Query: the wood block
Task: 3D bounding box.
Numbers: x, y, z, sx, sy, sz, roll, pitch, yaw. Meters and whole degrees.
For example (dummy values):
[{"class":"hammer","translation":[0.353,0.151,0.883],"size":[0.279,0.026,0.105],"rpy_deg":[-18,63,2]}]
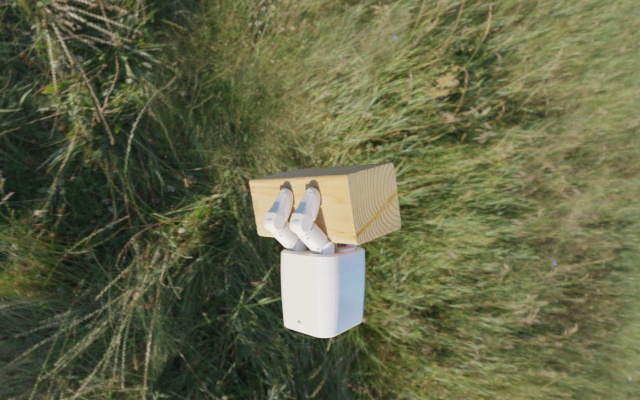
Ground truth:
[{"class":"wood block","translation":[0.000,0.003,0.670],"size":[0.091,0.090,0.206],"rpy_deg":[-16,11,-41]}]
